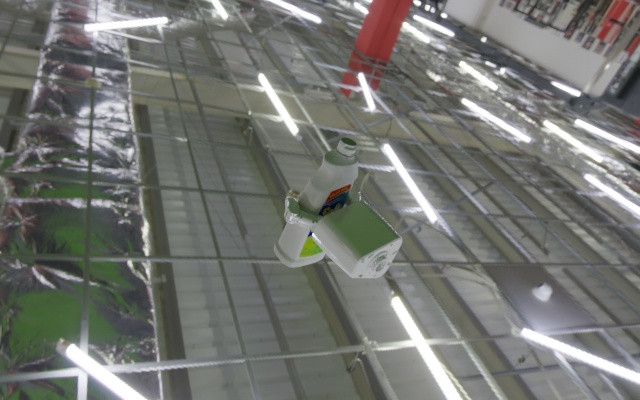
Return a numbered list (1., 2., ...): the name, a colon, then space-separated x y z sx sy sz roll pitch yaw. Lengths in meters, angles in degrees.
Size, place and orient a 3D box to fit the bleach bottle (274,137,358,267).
1. bleach bottle: 0.000 0.003 0.856 0.102 0.251 0.068 -8 42 -41
